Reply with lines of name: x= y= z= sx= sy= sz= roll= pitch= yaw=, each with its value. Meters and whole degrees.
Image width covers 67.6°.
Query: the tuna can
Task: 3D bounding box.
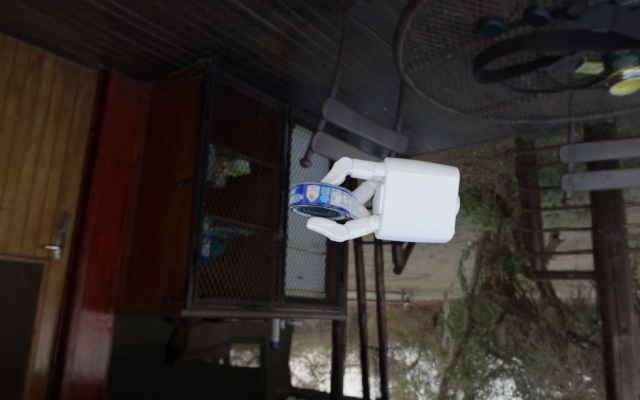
tuna can: x=0.000 y=0.003 z=0.661 sx=0.086 sy=0.033 sz=0.086 roll=8 pitch=-14 yaw=2
